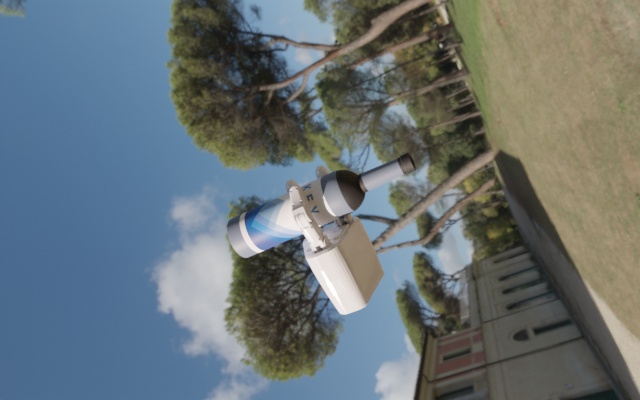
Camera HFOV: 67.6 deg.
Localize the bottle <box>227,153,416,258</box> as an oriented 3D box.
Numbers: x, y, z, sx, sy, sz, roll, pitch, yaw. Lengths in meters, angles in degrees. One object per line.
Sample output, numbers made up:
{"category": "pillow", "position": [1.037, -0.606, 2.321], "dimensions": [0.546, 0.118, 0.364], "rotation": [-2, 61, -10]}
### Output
{"category": "bottle", "position": [0.000, 0.002, 0.710], "dimensions": [0.296, 0.069, 0.069], "rotation": [-24, -8, 18]}
